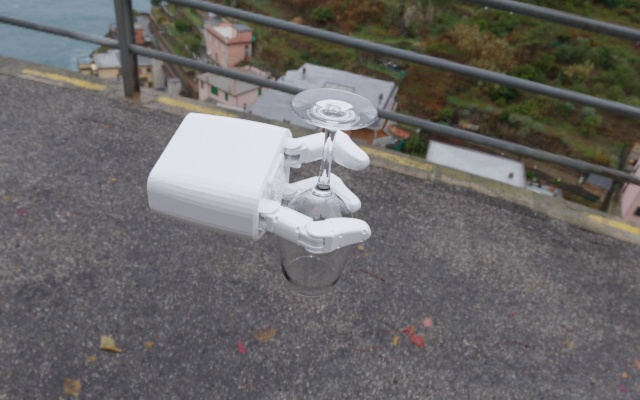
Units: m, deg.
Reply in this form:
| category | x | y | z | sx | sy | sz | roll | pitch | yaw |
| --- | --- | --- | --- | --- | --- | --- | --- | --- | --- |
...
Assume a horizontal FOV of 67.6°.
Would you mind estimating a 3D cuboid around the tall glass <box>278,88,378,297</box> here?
| category | x | y | z | sx | sy | sz | roll | pitch | yaw |
| --- | --- | --- | --- | --- | --- | --- | --- | --- | --- |
| tall glass | 0.000 | 0.001 | 0.457 | 0.079 | 0.201 | 0.079 | 5 | 36 | -4 |
